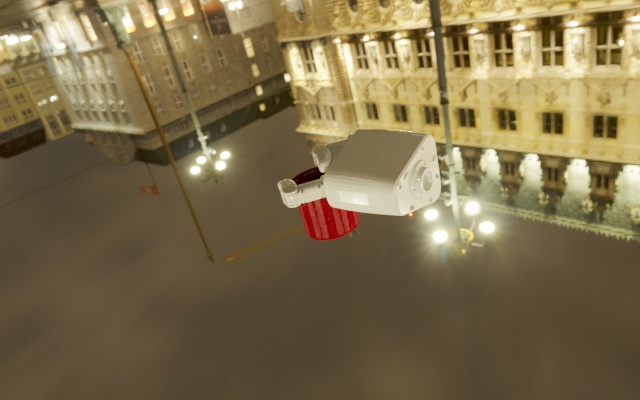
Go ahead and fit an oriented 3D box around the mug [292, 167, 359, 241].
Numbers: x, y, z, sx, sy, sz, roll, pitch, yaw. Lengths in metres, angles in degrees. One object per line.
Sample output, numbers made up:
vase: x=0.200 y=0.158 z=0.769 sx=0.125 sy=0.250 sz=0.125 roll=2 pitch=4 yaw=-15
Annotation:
mug: x=-0.001 y=0.002 z=0.694 sx=0.117 sy=0.081 sz=0.093 roll=10 pitch=35 yaw=42
